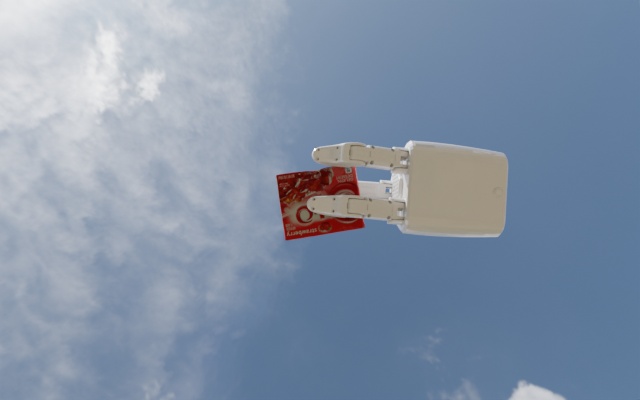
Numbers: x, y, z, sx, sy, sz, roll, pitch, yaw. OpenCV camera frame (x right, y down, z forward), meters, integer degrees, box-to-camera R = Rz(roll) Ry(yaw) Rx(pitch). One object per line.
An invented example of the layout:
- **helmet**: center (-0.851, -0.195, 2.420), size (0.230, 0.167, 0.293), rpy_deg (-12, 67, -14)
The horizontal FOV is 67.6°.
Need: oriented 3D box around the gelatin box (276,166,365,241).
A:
- **gelatin box**: center (0.000, 0.002, 0.528), size (0.089, 0.073, 0.030), rpy_deg (-9, -3, 1)
